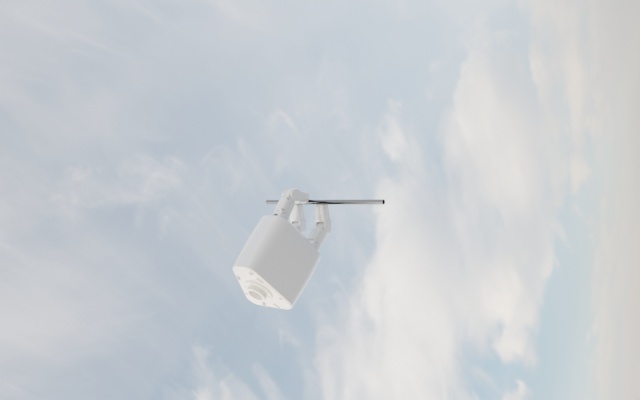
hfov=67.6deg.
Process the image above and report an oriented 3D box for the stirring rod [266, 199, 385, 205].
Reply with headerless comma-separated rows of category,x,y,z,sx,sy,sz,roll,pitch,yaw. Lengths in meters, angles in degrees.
stirring rod,0.000,0.003,0.812,0.239,0.011,0.011,0,0,35
